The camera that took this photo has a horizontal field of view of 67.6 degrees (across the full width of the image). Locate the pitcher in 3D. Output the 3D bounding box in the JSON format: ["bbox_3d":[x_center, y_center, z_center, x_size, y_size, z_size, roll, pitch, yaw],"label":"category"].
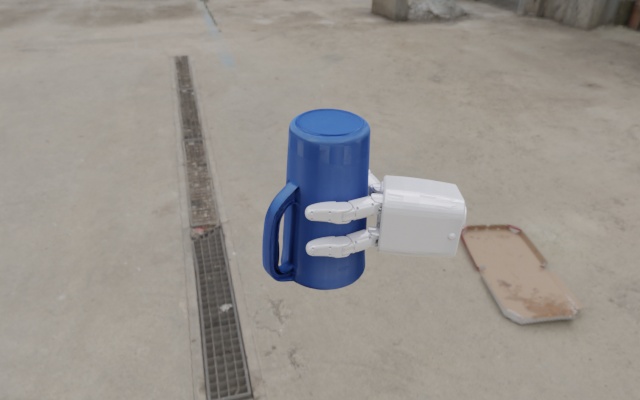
[{"bbox_3d":[0.000,0.002,0.682,0.145,0.243,0.149,6,32,6],"label":"pitcher"}]
